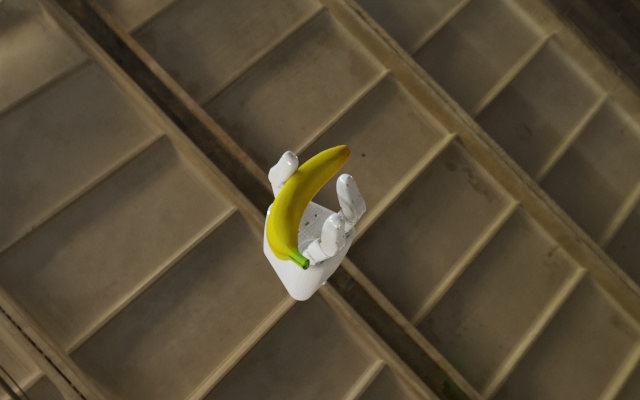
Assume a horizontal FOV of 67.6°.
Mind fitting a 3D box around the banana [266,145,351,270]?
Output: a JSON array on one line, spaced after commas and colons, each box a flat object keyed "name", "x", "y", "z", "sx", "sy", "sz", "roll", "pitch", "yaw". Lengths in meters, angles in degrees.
[{"name": "banana", "x": -0.019, "y": 0.001, "z": 0.559, "sx": 0.069, "sy": 0.197, "sz": 0.037, "roll": 10, "pitch": -41, "yaw": 12}]
